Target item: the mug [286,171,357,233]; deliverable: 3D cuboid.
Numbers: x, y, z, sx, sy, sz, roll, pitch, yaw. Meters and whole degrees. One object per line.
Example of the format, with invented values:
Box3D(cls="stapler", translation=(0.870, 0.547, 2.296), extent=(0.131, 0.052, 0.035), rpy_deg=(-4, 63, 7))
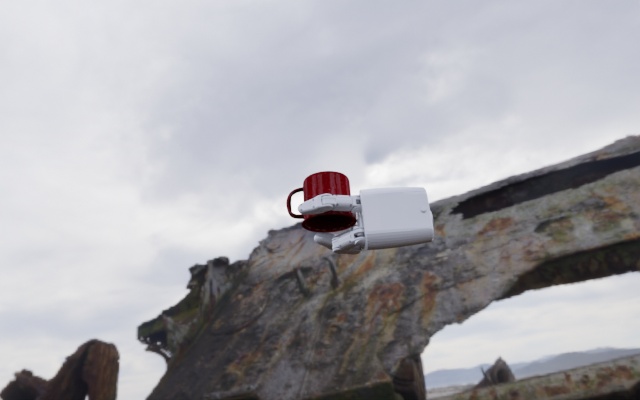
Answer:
Box3D(cls="mug", translation=(-0.001, 0.003, 0.814), extent=(0.117, 0.081, 0.093), rpy_deg=(-4, -22, 0))
